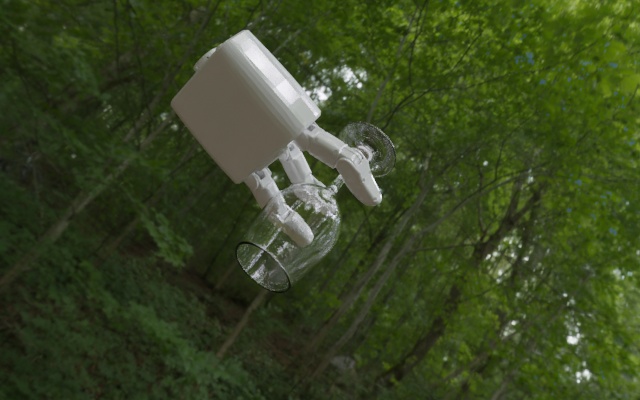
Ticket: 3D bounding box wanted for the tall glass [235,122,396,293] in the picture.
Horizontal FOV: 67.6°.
[{"bbox_3d":[0.001,0.001,0.486,0.079,0.079,0.201,0,37,41],"label":"tall glass"}]
